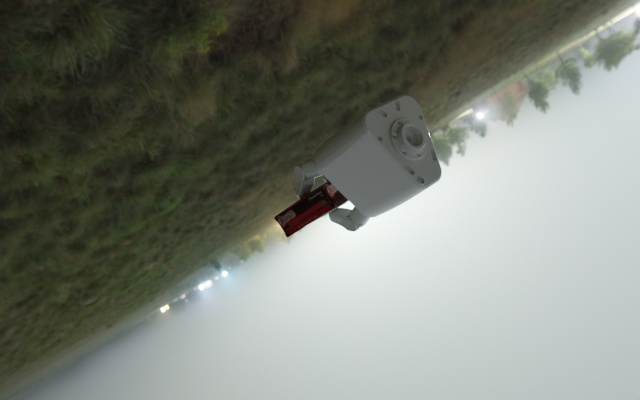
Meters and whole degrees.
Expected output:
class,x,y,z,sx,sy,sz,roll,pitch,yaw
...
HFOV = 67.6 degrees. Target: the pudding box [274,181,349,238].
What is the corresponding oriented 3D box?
class,x,y,z,sx,sy,sz,roll,pitch,yaw
pudding box,0.000,0.002,0.666,0.090,0.039,0.113,-32,-2,28
